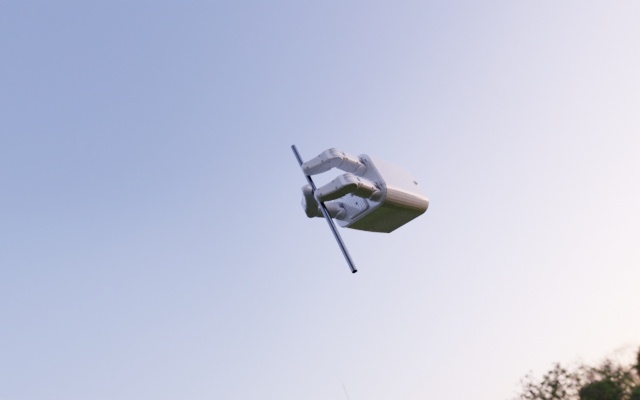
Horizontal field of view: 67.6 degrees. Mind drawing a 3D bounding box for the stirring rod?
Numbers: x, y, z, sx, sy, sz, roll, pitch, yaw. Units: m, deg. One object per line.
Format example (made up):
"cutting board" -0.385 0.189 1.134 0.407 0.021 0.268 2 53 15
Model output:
"stirring rod" 0.000 0.002 0.657 0.011 0.239 0.011 -16 -39 -13
